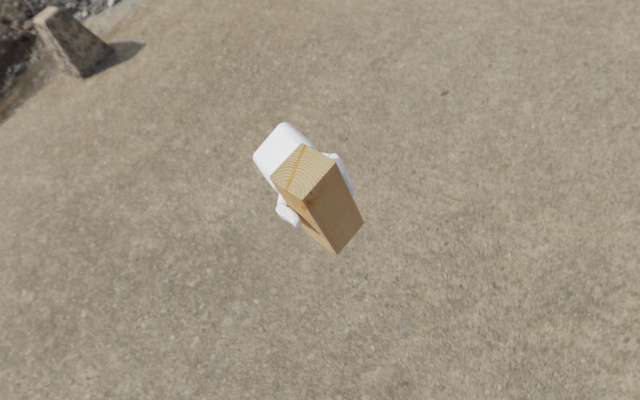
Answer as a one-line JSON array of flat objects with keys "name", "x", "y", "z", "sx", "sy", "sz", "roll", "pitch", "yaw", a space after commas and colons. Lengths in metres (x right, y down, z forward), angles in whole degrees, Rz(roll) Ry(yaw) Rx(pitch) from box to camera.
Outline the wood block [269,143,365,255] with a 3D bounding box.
[{"name": "wood block", "x": 0.000, "y": 0.003, "z": 0.889, "sx": 0.090, "sy": 0.091, "sz": 0.206, "roll": 33, "pitch": -16, "yaw": 35}]
